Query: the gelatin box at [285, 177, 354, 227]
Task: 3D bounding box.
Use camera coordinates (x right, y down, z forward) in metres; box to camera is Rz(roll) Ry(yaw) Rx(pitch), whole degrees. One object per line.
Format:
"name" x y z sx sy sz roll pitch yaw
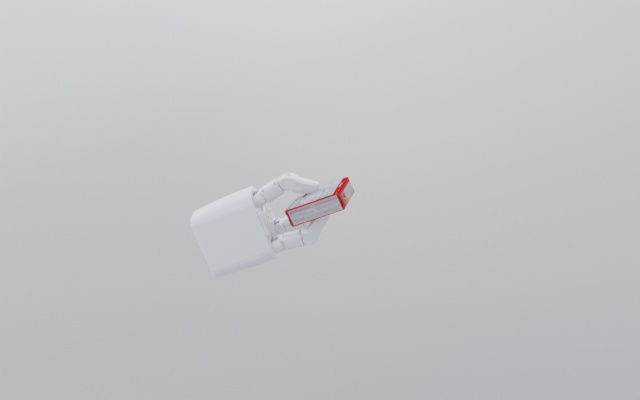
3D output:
"gelatin box" 0.000 0.002 0.709 0.089 0.030 0.073 -20 14 22
